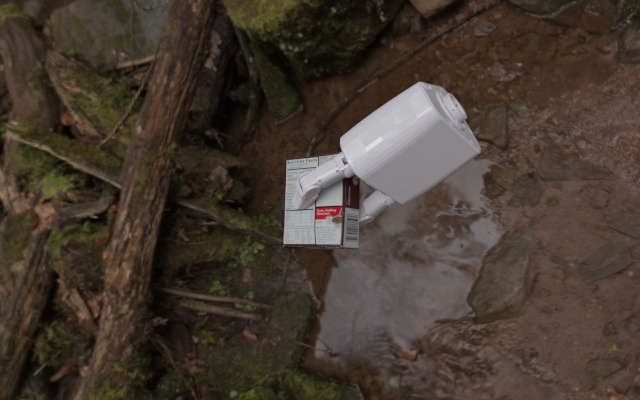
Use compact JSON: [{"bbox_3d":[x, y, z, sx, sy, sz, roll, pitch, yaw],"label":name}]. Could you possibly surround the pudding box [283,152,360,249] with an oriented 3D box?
[{"bbox_3d":[0.000,0.002,0.575,0.090,0.113,0.039,-3,-9,36],"label":"pudding box"}]
